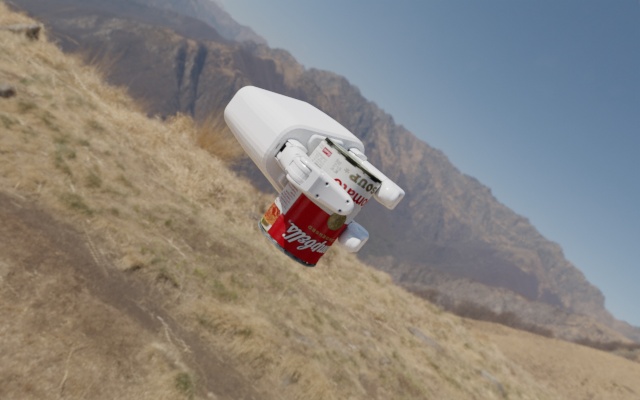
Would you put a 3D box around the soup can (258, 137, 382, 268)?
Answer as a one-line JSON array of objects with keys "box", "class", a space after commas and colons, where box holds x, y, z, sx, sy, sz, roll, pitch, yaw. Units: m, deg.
[{"box": [0.000, 0.001, 0.440, 0.068, 0.102, 0.068, 38, 9, -7], "class": "soup can"}]
